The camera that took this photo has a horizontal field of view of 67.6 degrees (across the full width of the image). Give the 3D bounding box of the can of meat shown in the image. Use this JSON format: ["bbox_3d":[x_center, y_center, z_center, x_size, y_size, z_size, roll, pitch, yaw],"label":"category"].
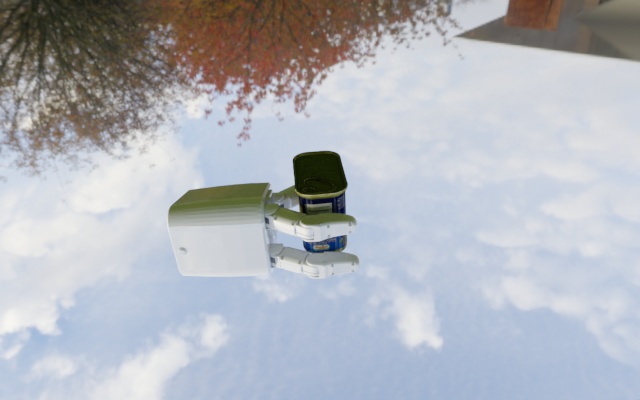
[{"bbox_3d":[0.000,0.002,0.559,0.057,0.084,0.102,-5,32,-3],"label":"can of meat"}]
